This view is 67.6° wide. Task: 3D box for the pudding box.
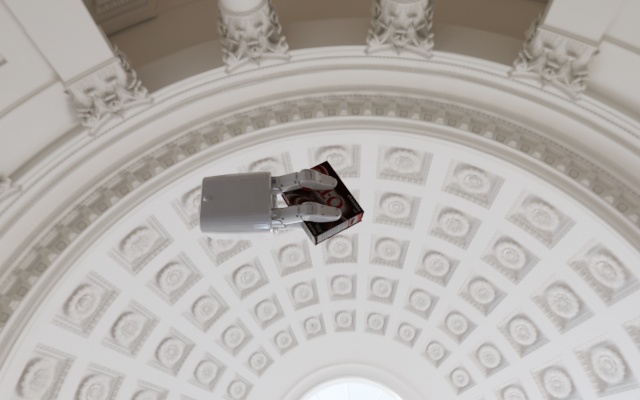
[{"bbox_3d":[0.000,0.003,0.743,0.090,0.113,0.039,-27,-24,-16],"label":"pudding box"}]
